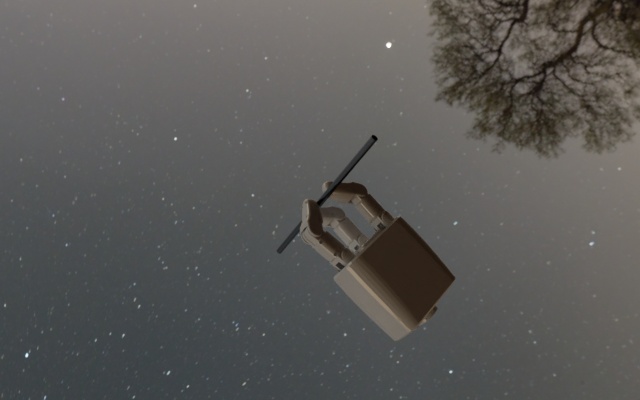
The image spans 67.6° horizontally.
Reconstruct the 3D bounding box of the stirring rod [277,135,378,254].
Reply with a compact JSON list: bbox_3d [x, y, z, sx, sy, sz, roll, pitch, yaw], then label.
[{"bbox_3d":[0.000,0.002,0.592,0.011,0.011,0.240,0,-35,-36],"label":"stirring rod"}]
